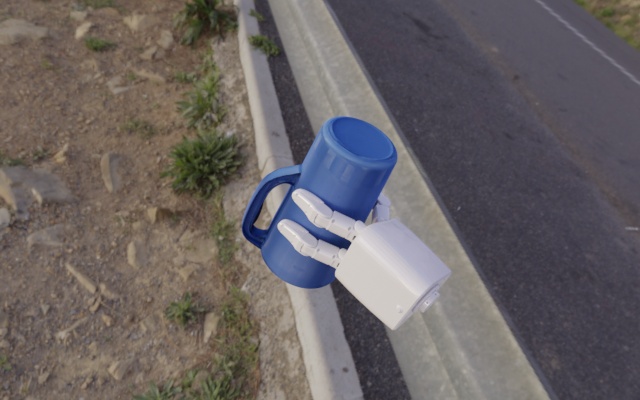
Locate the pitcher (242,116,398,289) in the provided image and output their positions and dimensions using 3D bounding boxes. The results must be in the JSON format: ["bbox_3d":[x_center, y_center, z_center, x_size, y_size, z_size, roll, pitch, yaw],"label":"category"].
[{"bbox_3d":[0.000,0.002,0.681,0.149,0.243,0.145,-21,58,-44],"label":"pitcher"}]
